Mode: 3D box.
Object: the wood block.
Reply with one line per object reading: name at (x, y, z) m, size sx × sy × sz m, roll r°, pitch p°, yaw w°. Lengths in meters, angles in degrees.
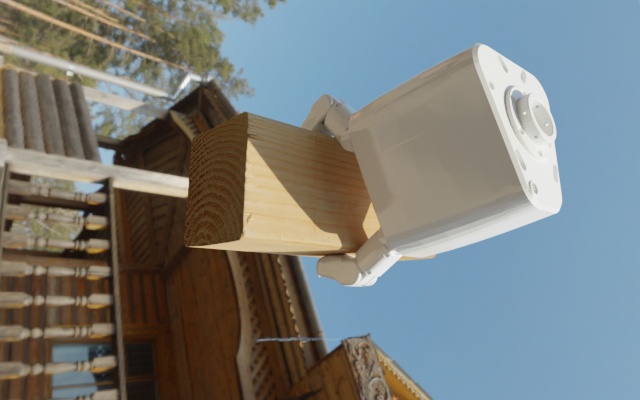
wood block at (0.000, 0.002, 0.412) m, size 0.206 × 0.091 × 0.090 m, roll 10°, pitch -14°, yaw -39°
